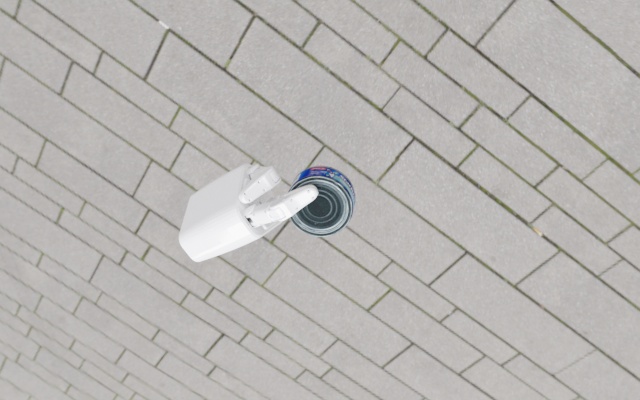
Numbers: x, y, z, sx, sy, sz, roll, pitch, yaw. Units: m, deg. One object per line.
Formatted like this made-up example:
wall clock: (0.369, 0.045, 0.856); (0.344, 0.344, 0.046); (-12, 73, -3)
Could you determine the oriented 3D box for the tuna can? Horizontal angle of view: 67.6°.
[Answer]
tuna can: (0.000, 0.002, 0.599); (0.086, 0.086, 0.033); (0, 25, 9)
